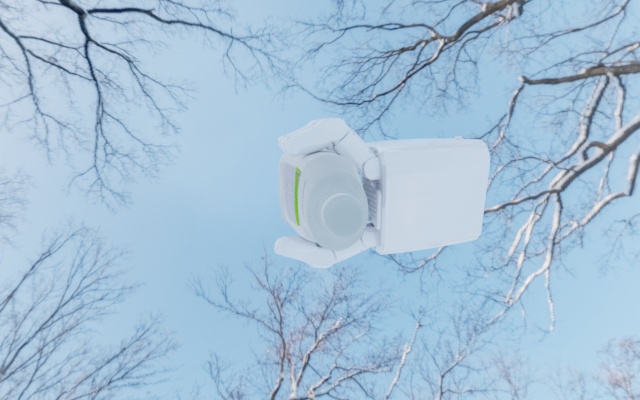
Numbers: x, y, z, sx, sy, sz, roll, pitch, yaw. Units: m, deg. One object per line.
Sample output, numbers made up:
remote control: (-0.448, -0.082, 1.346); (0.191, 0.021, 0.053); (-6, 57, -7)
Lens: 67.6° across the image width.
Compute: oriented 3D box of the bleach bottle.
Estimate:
bleach bottle: (0.000, 0.001, 0.466); (0.068, 0.102, 0.251); (-6, 10, -8)
